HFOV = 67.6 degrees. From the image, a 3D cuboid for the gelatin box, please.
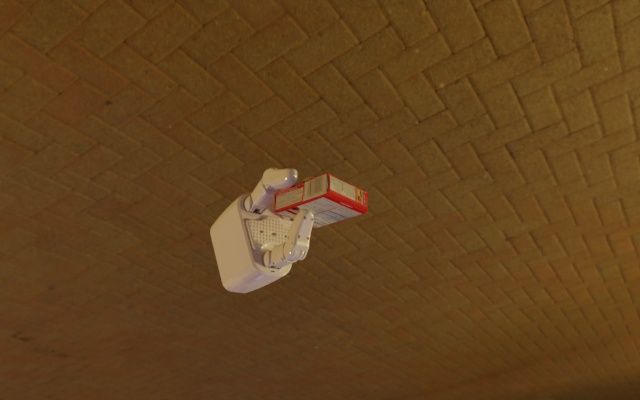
[{"bbox_3d":[0.000,0.002,0.570,0.089,0.030,0.073,-19,-30,40],"label":"gelatin box"}]
